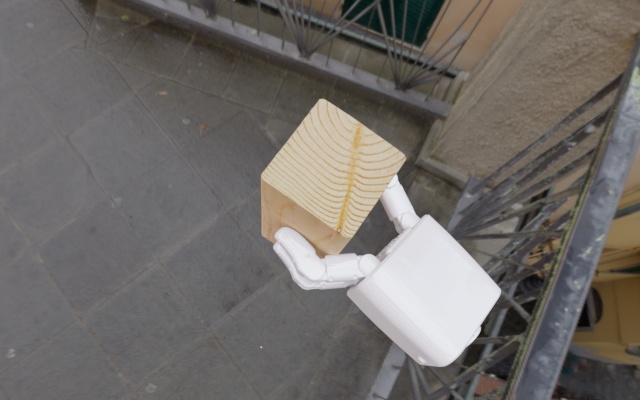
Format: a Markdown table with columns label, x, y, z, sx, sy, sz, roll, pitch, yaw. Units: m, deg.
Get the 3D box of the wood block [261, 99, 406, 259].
| label | x | y | z | sx | sy | sz | roll | pitch | yaw |
| --- | --- | --- | --- | --- | --- | --- | --- | --- | --- |
| wood block | 0.001 | 0.002 | 0.482 | 0.090 | 0.090 | 0.206 | 35 | -18 | 4 |
